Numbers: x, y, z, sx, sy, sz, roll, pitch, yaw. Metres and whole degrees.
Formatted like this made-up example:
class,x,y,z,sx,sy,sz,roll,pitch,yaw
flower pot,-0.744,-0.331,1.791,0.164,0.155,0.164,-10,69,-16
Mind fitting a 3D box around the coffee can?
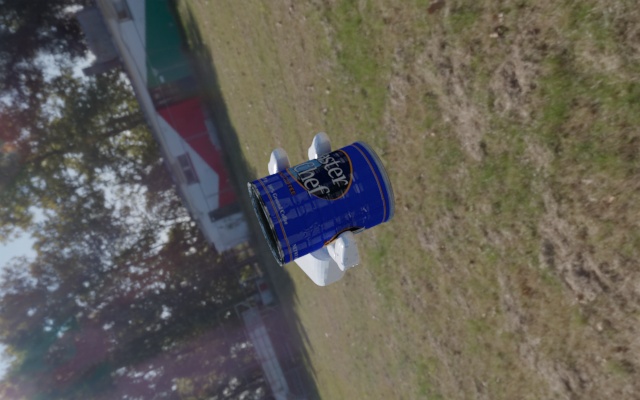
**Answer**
class,x,y,z,sx,sy,sz,roll,pitch,yaw
coffee can,0.000,0.002,0.553,0.140,0.103,0.103,-22,5,-13
